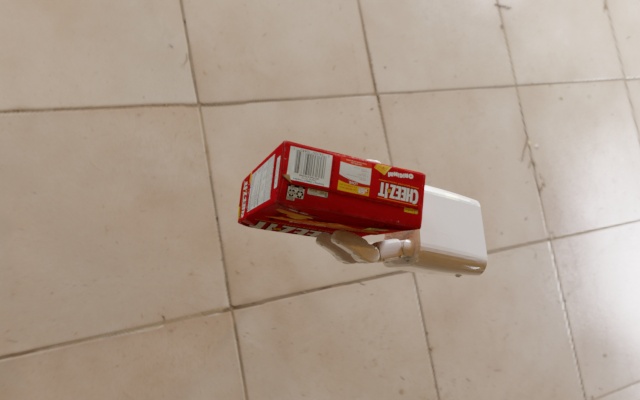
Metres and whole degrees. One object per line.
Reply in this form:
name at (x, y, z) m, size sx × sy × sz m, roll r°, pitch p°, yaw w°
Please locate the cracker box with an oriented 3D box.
cracker box at (0.000, 0.002, 0.581) m, size 0.164 × 0.072 × 0.214 m, roll 11°, pitch -12°, yaw -18°
